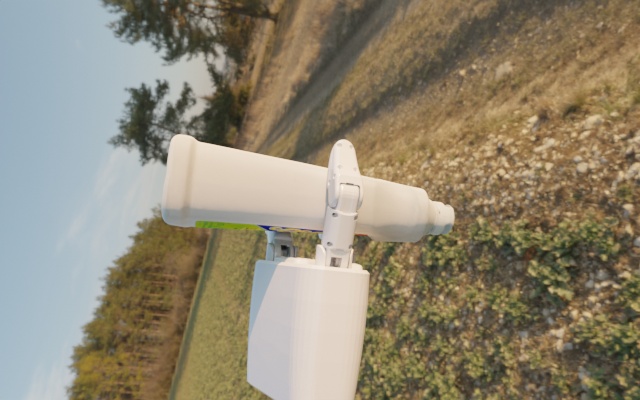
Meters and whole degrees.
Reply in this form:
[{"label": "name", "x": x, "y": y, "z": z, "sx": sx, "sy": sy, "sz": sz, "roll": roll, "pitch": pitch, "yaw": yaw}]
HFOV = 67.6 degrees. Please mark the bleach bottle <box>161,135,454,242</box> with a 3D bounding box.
[{"label": "bleach bottle", "x": 0.000, "y": 0.001, "z": 0.409, "sx": 0.251, "sy": 0.068, "sz": 0.102, "roll": 7, "pitch": -7, "yaw": -14}]
